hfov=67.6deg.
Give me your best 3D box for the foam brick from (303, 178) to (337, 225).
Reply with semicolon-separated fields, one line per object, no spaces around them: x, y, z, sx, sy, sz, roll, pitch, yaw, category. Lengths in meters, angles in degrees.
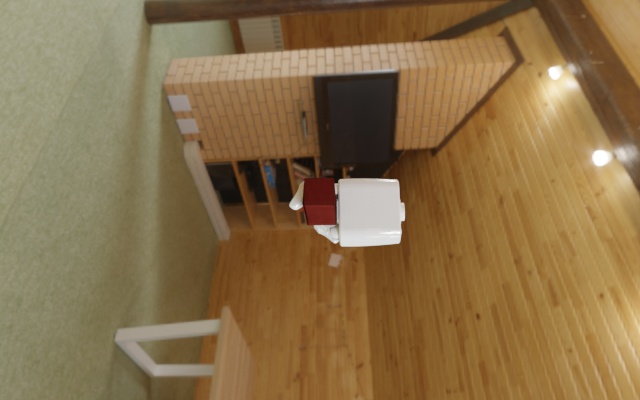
0.000;0.003;0.804;0.051;0.053;0.078;0;-28;5;foam brick
